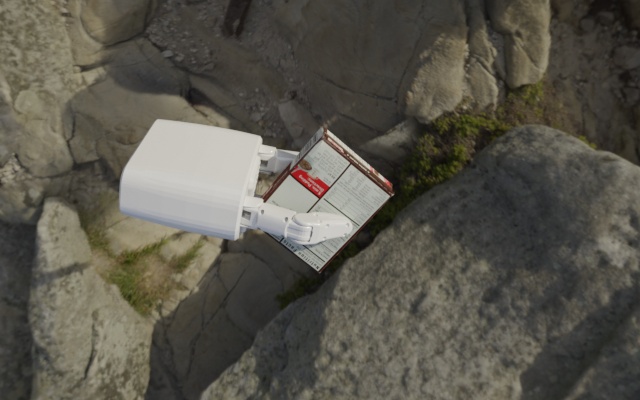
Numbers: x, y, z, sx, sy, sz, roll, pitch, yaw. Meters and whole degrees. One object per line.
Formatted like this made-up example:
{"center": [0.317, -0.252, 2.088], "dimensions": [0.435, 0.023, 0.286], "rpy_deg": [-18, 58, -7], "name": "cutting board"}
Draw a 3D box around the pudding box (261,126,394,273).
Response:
{"center": [0.000, 0.002, 0.458], "dimensions": [0.090, 0.113, 0.039], "rpy_deg": [38, 19, -13], "name": "pudding box"}
